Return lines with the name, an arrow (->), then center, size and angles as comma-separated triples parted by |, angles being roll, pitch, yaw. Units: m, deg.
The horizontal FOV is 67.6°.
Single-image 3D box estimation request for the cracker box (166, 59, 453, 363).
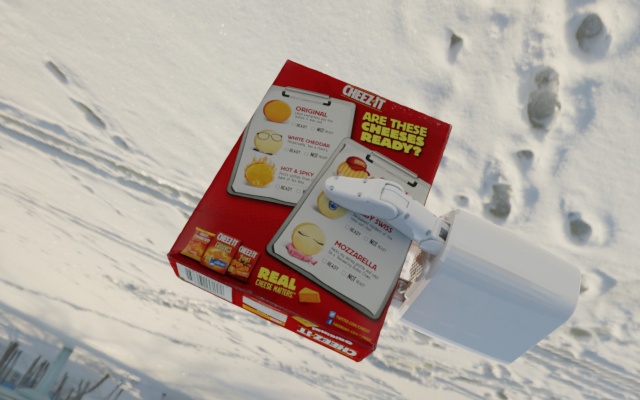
cracker box -> 0.000, 0.001, 0.408 | 0.164, 0.213, 0.072 | 23, -28, 4
